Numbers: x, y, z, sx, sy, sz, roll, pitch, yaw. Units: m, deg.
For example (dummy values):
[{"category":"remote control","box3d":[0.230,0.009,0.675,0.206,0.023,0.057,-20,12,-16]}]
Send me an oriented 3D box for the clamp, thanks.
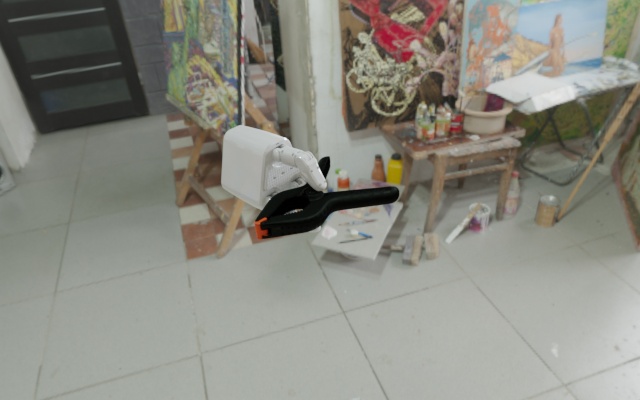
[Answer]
[{"category":"clamp","box3d":[-0.001,0.002,0.694,0.164,0.036,0.210,22,42,37]}]
